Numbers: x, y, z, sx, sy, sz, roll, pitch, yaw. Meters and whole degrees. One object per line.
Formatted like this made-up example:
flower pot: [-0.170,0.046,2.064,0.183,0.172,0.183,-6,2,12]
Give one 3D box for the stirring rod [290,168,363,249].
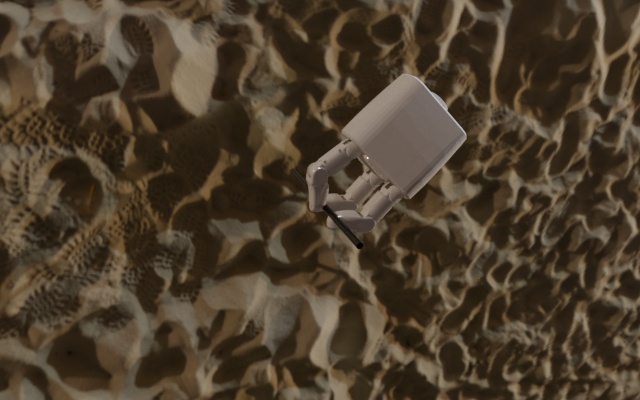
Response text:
stirring rod: [0.000,0.002,0.602,0.011,0.011,0.239,0,22,-22]
